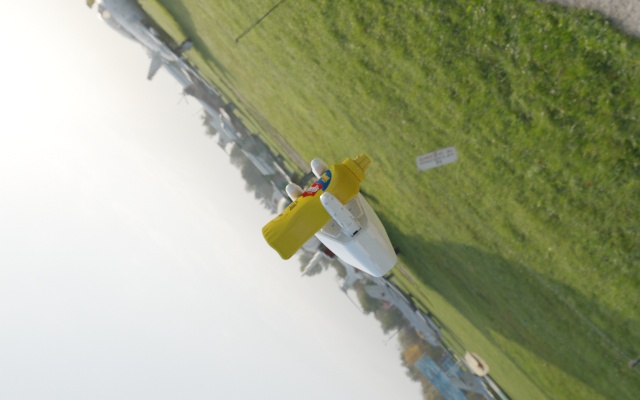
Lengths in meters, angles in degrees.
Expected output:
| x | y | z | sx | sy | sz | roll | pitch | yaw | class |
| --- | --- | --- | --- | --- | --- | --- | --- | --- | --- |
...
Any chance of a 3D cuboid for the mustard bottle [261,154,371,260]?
| x | y | z | sx | sy | sz | roll | pitch | yaw | class |
| --- | --- | --- | --- | --- | --- | --- | --- | --- | --- |
| 0.000 | 0.002 | 0.708 | 0.191 | 0.058 | 0.096 | -42 | 12 | -1 | mustard bottle |
